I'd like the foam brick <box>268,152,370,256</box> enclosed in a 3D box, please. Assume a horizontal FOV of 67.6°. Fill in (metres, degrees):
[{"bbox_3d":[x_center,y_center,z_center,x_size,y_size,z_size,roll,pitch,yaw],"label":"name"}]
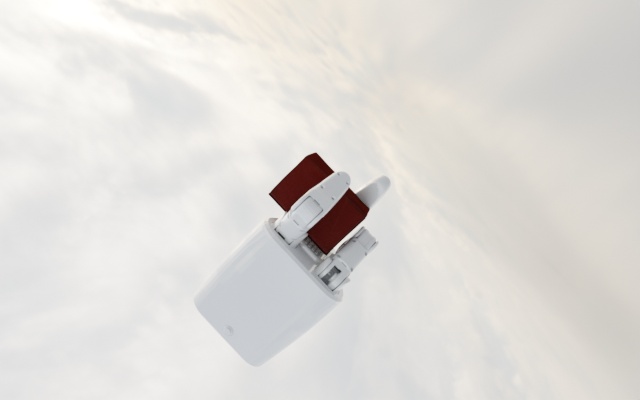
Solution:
[{"bbox_3d":[0.000,0.001,0.440,0.051,0.078,0.053,-43,-2,13],"label":"foam brick"}]
